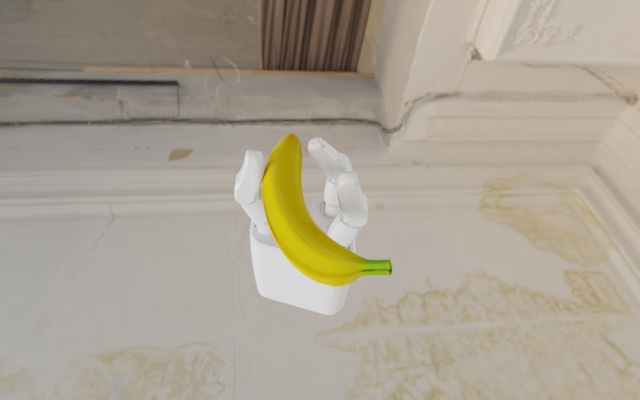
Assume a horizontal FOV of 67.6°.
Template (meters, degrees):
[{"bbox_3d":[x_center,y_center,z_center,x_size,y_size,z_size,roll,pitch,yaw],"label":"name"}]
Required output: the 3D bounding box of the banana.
[{"bbox_3d":[-0.015,0.009,0.424,0.069,0.037,0.197,-19,48,-17],"label":"banana"}]
